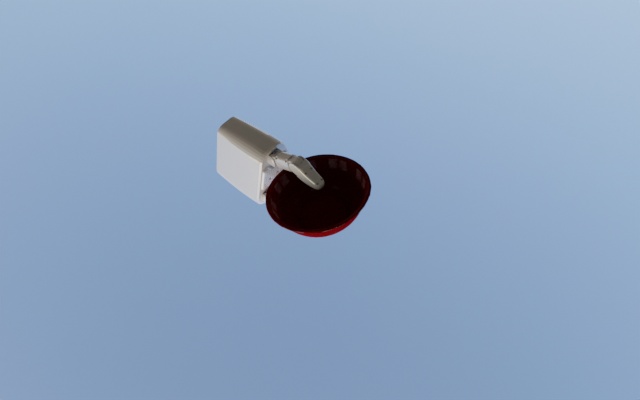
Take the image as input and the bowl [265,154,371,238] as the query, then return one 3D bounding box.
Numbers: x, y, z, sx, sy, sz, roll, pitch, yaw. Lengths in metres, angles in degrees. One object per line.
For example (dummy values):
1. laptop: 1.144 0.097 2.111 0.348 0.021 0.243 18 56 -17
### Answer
1. bowl: 0.001 0.003 0.732 0.162 0.162 0.055 0 -43 15
